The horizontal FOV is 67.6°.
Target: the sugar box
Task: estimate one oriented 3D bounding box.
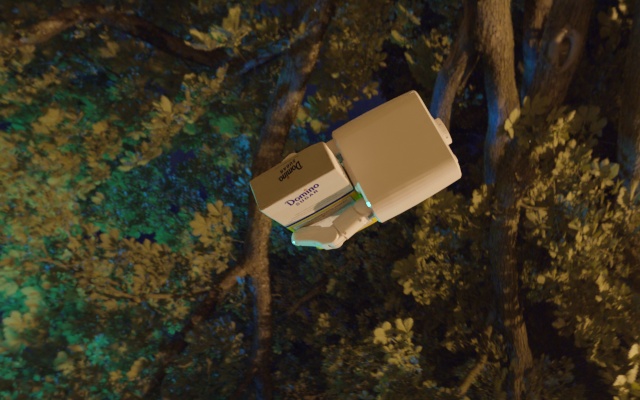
[{"bbox_3d":[0.000,0.001,0.565,0.093,0.048,0.176,-29,-29,9],"label":"sugar box"}]
